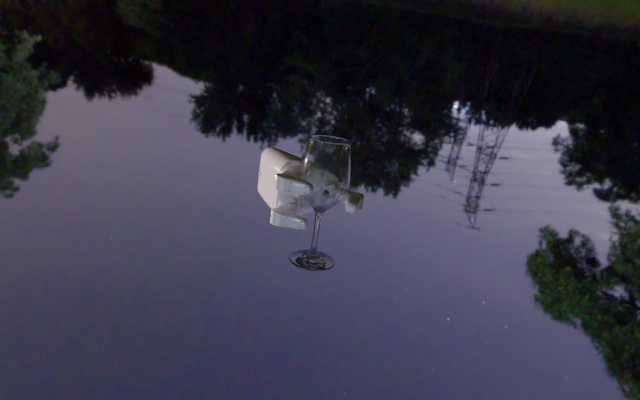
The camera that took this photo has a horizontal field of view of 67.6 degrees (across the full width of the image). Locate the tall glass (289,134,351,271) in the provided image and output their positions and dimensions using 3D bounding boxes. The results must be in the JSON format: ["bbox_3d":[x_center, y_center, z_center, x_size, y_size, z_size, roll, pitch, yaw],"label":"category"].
[{"bbox_3d":[0.000,0.003,0.736,0.079,0.201,0.079,8,18,-3],"label":"tall glass"}]
